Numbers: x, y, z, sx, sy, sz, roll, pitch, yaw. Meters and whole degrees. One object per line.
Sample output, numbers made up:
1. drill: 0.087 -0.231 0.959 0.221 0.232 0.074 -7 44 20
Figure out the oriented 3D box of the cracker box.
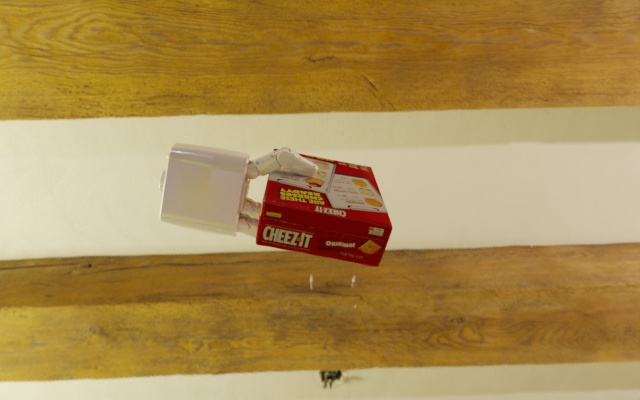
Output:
1. cracker box: 0.000 0.002 0.684 0.164 0.072 0.213 11 24 -6
